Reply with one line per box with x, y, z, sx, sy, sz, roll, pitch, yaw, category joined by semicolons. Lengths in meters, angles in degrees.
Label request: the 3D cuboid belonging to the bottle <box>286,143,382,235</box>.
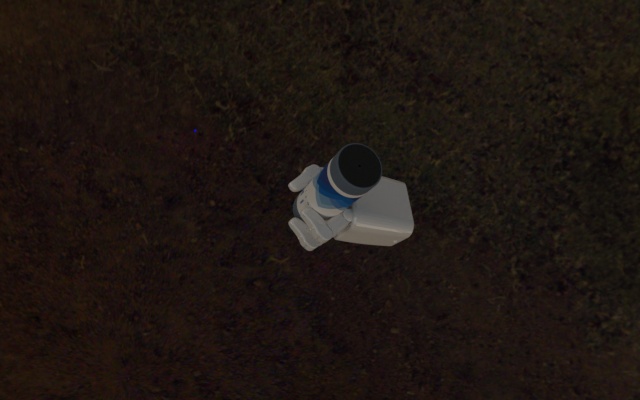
0.000;0.002;0.754;0.069;0.069;0.296;0;-19;-22;bottle
